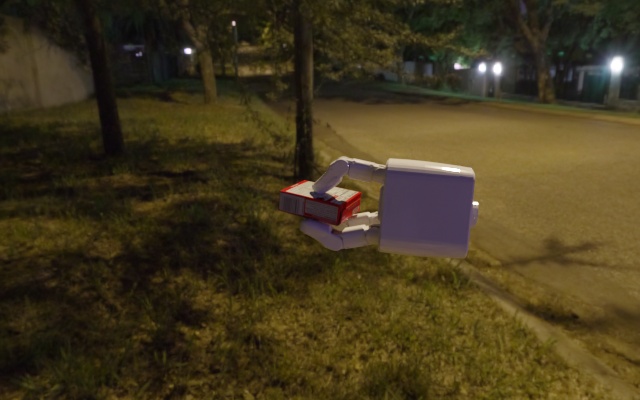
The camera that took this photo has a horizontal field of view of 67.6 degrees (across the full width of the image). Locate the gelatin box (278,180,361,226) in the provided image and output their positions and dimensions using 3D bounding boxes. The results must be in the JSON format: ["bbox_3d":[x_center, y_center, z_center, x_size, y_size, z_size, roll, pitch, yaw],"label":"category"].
[{"bbox_3d":[0.000,0.002,0.629,0.089,0.030,0.073,14,19,21],"label":"gelatin box"}]
